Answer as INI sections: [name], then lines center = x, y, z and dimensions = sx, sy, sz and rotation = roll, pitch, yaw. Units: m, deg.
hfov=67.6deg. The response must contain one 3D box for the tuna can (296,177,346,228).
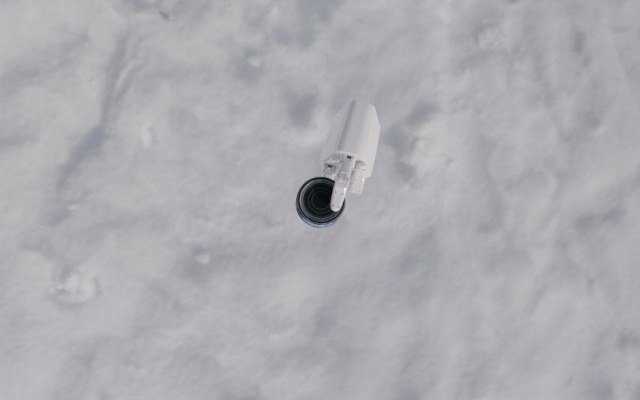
[tuna can]
center = 0.000, 0.003, 0.823
dimensions = 0.086, 0.086, 0.034
rotation = 0, -11, -4
